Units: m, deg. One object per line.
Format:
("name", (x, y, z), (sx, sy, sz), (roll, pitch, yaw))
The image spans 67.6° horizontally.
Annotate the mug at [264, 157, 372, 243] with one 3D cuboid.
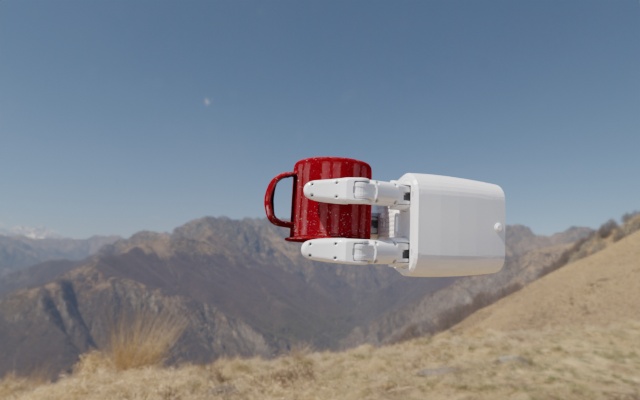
("mug", (-0.001, 0.001, 0.485), (0.117, 0.081, 0.093), (5, -8, -20))
